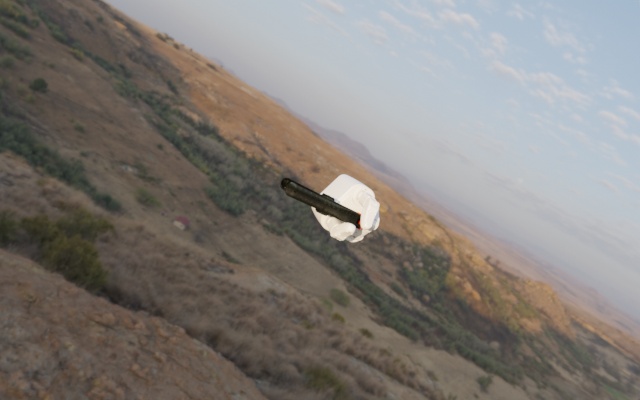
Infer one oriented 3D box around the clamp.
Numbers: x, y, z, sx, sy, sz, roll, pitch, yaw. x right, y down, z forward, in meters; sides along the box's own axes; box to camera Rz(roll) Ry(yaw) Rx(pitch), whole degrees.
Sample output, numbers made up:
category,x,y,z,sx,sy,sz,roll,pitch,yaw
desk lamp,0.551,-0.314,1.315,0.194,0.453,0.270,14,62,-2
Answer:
category,x,y,z,sx,sy,sz,roll,pitch,yaw
clamp,0.001,0.002,0.873,0.171,0.039,0.120,28,8,-20
